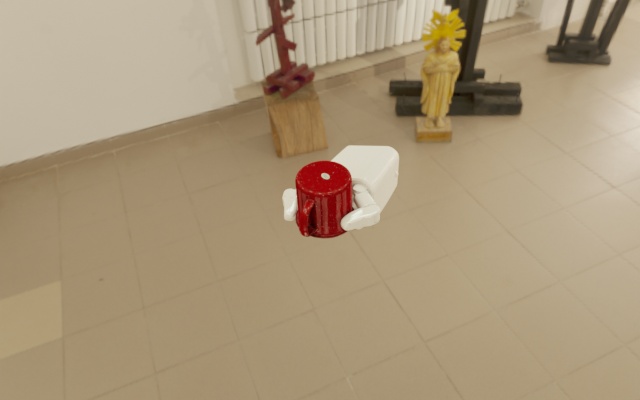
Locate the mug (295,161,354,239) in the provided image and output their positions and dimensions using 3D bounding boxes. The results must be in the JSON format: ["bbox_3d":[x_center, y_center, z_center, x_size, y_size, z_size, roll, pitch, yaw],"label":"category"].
[{"bbox_3d":[-0.001,0.003,0.696,0.093,0.082,0.117,19,46,23],"label":"mug"}]
